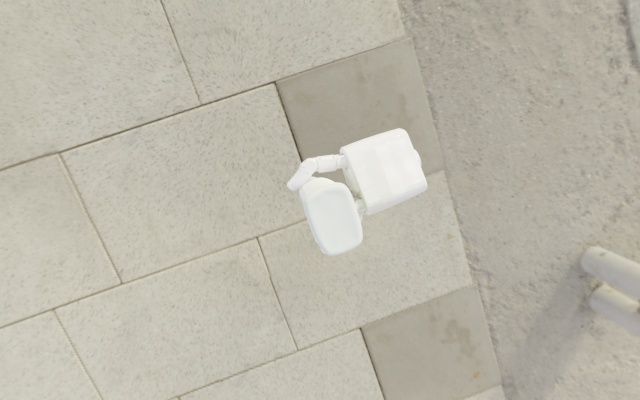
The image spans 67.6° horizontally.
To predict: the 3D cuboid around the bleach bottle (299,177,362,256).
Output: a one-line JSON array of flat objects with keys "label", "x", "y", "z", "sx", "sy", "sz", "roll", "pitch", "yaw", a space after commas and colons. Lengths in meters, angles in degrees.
[{"label": "bleach bottle", "x": 0.000, "y": 0.003, "z": 0.762, "sx": 0.068, "sy": 0.102, "sz": 0.250, "roll": -21, "pitch": 15, "yaw": -5}]
